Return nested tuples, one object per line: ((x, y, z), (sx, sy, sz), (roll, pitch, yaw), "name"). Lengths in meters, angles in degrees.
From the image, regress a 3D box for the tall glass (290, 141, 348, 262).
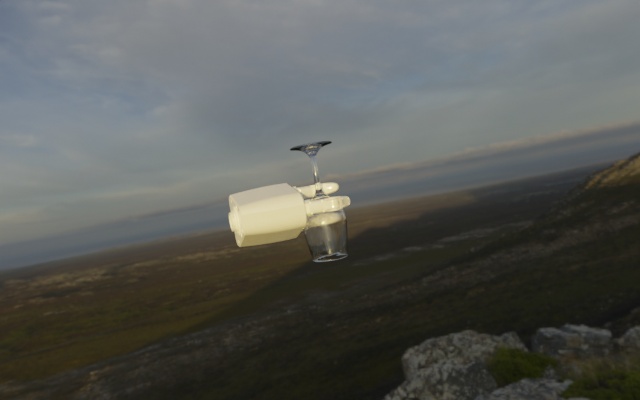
((0.000, 0.002, 0.828), (0.079, 0.201, 0.079), (-10, 1, 0), "tall glass")
